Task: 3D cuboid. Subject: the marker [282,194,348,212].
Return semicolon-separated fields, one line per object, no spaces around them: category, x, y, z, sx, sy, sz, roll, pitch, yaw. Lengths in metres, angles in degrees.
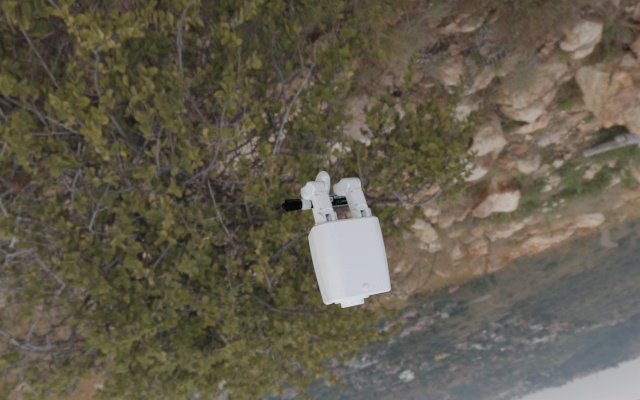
marker;0.000;0.002;0.721;0.121;0.020;0.020;-6;2;-23
